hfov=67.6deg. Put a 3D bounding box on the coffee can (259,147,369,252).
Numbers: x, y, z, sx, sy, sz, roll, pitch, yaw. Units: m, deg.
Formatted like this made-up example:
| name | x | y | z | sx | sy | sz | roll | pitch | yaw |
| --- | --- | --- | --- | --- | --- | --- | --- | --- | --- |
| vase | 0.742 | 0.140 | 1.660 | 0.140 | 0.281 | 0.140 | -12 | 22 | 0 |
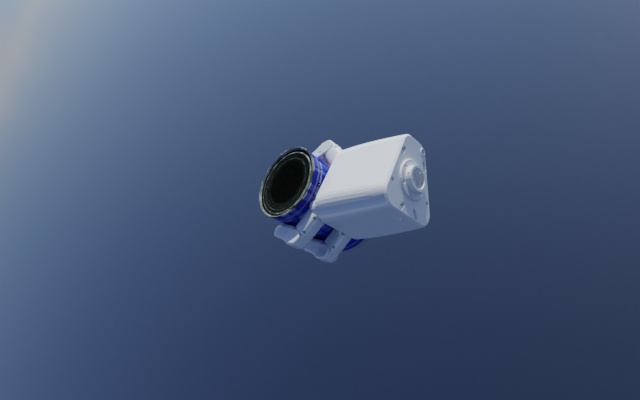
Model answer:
| name | x | y | z | sx | sy | sz | roll | pitch | yaw |
| --- | --- | --- | --- | --- | --- | --- | --- | --- | --- |
| coffee can | 0.000 | 0.002 | 0.670 | 0.103 | 0.102 | 0.140 | 0 | -23 | 47 |
